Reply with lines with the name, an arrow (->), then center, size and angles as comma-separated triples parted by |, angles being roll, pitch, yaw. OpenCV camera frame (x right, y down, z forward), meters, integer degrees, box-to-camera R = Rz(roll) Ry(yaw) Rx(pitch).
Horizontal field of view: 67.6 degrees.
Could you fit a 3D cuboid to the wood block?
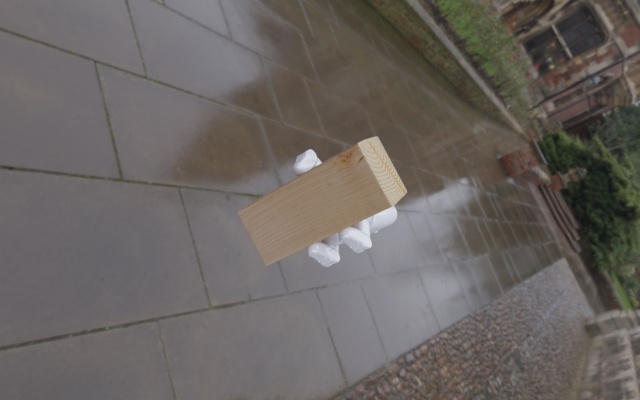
wood block -> 0.000, 0.002, 0.661 | 0.206, 0.091, 0.090 | -28, 1, 26
